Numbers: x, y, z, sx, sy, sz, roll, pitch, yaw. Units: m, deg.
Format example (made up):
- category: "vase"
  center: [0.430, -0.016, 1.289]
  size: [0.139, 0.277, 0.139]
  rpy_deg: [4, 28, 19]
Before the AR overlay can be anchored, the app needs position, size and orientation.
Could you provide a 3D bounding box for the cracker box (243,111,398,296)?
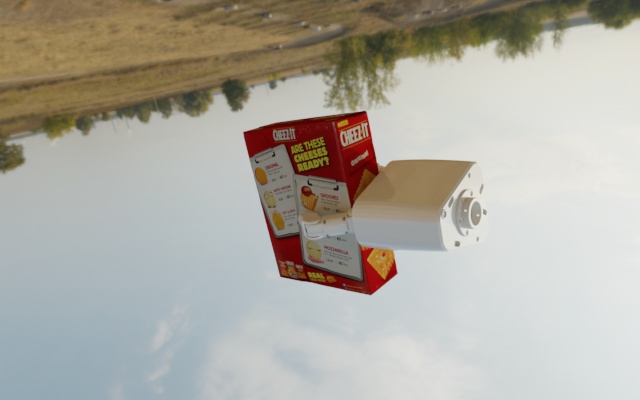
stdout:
- category: "cracker box"
  center: [0.000, 0.002, 0.615]
  size: [0.164, 0.214, 0.072]
  rpy_deg: [2, 21, 43]
